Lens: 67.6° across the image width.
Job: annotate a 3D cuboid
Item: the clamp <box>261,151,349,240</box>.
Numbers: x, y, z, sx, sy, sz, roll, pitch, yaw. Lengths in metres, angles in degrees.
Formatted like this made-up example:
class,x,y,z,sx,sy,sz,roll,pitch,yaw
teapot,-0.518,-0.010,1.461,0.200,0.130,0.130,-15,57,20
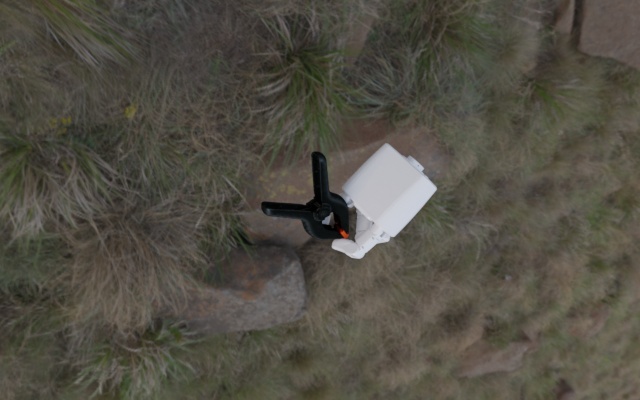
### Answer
class,x,y,z,sx,sy,sz,roll,pitch,yaw
clamp,0.000,0.003,0.739,0.171,0.120,0.039,34,13,-45
